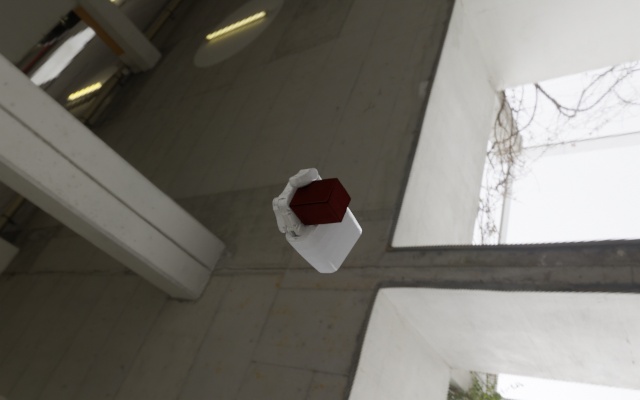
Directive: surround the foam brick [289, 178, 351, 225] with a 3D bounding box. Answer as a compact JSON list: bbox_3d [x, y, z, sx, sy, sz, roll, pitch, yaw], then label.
[{"bbox_3d":[0.000,0.003,0.768,0.078,0.053,0.051,-6,-45,37],"label":"foam brick"}]
